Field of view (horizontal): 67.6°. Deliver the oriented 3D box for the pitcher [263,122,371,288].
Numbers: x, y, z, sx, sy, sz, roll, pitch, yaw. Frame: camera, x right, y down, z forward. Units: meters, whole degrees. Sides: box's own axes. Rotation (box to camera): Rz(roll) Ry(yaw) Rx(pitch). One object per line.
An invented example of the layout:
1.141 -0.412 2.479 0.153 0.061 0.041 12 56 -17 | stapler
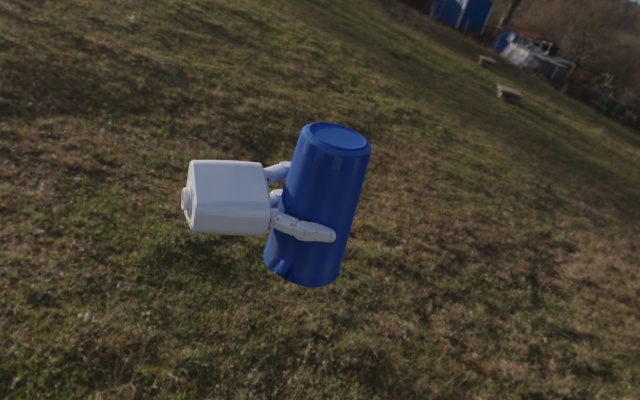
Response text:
0.000 0.003 0.761 0.145 0.243 0.149 3 32 -22 | pitcher
